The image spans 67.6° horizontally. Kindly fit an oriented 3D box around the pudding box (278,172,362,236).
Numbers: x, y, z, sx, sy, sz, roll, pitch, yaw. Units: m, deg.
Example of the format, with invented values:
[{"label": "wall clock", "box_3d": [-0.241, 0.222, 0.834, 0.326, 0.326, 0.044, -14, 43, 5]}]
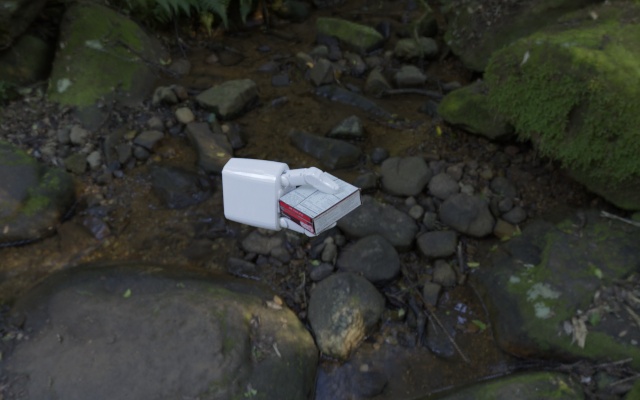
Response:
[{"label": "pudding box", "box_3d": [0.000, 0.002, 0.802, 0.113, 0.039, 0.090, -33, 43, -29]}]
